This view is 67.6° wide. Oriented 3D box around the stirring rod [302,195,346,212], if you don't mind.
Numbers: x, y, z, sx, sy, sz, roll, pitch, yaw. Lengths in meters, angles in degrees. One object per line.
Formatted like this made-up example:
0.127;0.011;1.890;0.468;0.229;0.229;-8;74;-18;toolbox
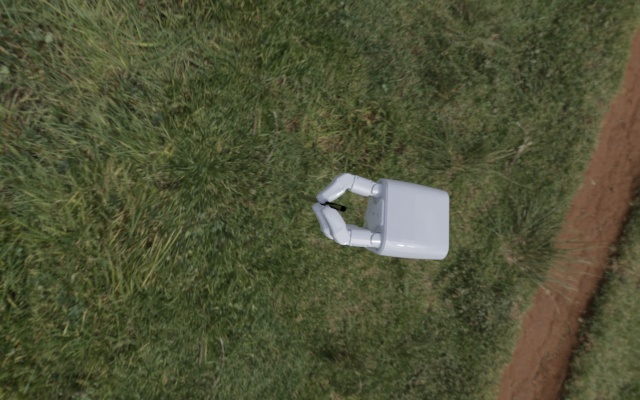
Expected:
0.000;0.002;0.726;0.011;0.011;0.239;0;4;-14;stirring rod
